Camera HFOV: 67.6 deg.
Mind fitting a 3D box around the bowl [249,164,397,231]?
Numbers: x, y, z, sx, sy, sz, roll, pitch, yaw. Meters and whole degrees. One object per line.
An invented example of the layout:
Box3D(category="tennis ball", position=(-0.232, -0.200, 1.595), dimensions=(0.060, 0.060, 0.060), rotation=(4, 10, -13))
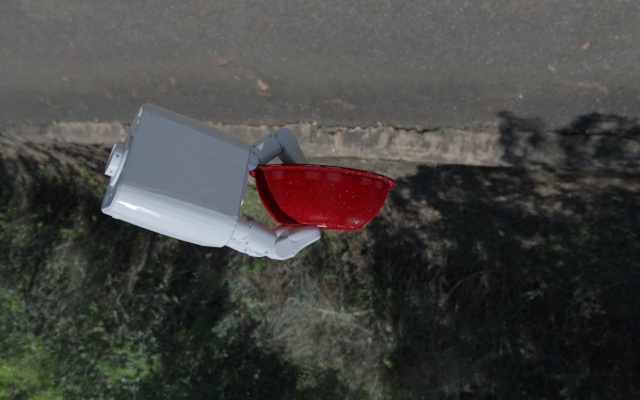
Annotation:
Box3D(category="bowl", position=(0.001, 0.002, 0.521), dimensions=(0.162, 0.055, 0.162), rotation=(4, -6, 0))
